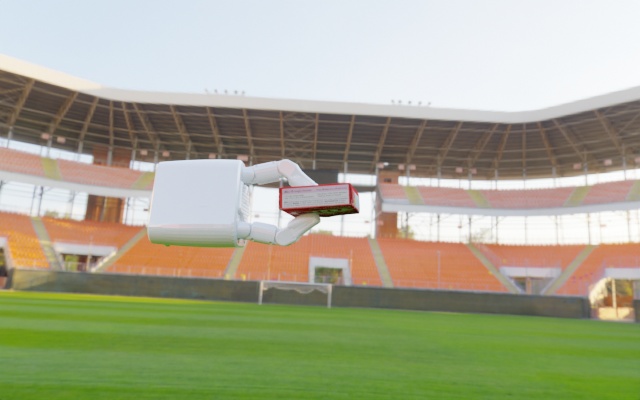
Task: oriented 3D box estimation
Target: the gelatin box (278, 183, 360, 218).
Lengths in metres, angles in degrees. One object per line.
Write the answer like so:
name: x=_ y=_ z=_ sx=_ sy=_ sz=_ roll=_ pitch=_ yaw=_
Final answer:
gelatin box: x=0.000 y=0.001 z=0.588 sx=0.089 sy=0.030 sz=0.073 roll=-5 pitch=-11 yaw=11
